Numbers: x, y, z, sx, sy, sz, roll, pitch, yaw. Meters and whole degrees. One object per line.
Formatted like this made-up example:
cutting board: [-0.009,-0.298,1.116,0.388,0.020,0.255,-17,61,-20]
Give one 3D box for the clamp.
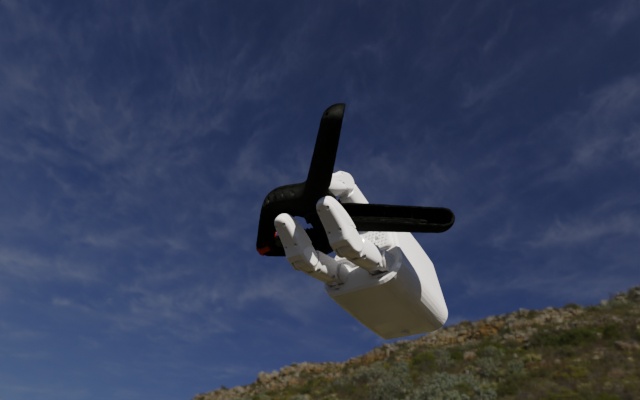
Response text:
clamp: [0.000,0.001,0.471,0.210,0.036,0.165,-23,-57,34]
